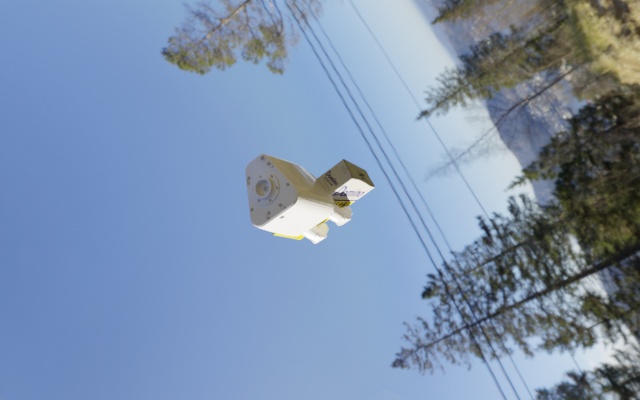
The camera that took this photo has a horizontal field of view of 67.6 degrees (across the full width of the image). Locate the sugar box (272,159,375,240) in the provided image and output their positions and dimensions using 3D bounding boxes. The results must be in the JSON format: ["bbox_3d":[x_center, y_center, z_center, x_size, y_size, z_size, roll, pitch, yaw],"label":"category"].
[{"bbox_3d":[0.000,0.003,0.830,0.176,0.048,0.093,-34,-23,21],"label":"sugar box"}]
